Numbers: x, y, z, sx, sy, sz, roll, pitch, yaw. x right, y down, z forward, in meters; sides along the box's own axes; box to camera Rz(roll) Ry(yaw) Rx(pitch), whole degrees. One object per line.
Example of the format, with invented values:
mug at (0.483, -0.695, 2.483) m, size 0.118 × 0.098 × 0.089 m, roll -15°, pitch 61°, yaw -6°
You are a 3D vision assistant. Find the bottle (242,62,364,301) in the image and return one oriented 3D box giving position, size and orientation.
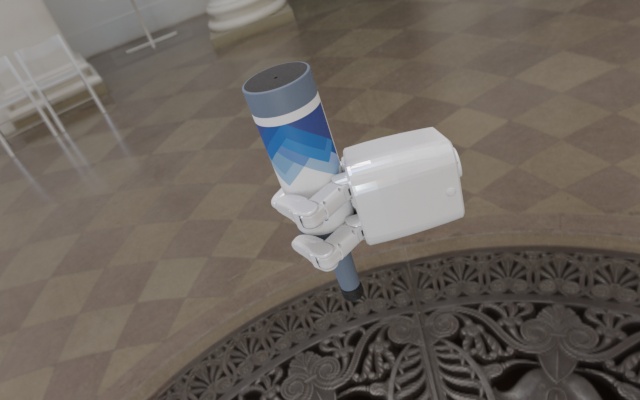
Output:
bottle at (0.000, 0.002, 0.521) m, size 0.069 × 0.296 × 0.069 m, roll -13°, pitch 34°, yaw 9°
